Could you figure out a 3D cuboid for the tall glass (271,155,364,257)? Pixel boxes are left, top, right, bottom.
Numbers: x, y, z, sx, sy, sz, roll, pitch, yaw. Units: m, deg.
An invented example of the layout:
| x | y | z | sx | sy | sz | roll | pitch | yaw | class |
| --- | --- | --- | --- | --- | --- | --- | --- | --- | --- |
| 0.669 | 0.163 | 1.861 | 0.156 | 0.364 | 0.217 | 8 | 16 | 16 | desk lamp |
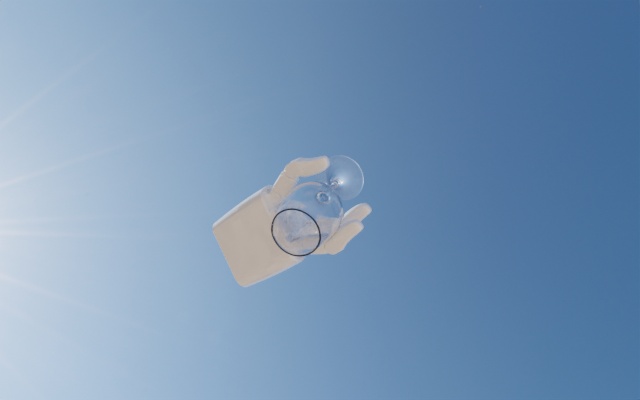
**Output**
| x | y | z | sx | sy | sz | roll | pitch | yaw | class |
| --- | --- | --- | --- | --- | --- | --- | --- | --- | --- |
| 0.000 | 0.002 | 0.639 | 0.079 | 0.079 | 0.201 | 0 | 21 | 18 | tall glass |
